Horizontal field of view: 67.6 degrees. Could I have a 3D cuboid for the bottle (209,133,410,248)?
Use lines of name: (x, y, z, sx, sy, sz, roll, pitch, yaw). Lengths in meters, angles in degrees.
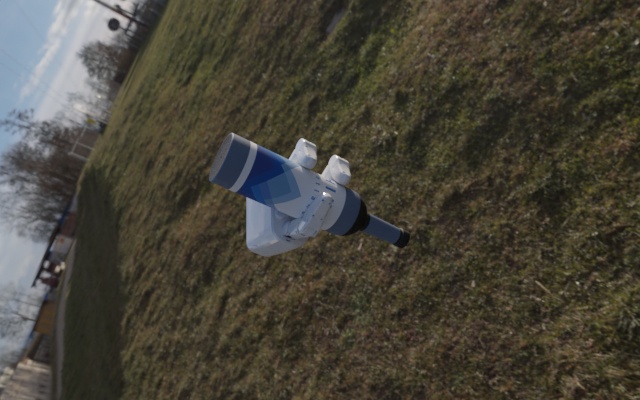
bottle: (0.000, 0.002, 0.646, 0.296, 0.069, 0.069, 24, -10, -23)
